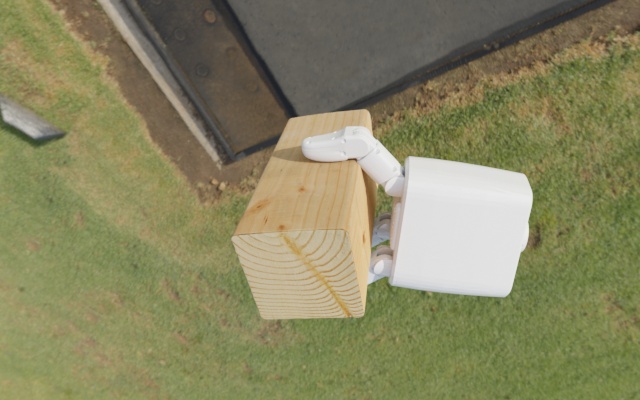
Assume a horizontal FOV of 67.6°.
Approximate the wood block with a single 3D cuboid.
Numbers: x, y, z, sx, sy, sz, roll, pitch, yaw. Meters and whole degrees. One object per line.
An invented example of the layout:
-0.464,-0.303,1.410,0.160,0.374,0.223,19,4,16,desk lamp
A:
0.000,0.001,0.447,0.090,0.091,0.206,-4,33,13,wood block
